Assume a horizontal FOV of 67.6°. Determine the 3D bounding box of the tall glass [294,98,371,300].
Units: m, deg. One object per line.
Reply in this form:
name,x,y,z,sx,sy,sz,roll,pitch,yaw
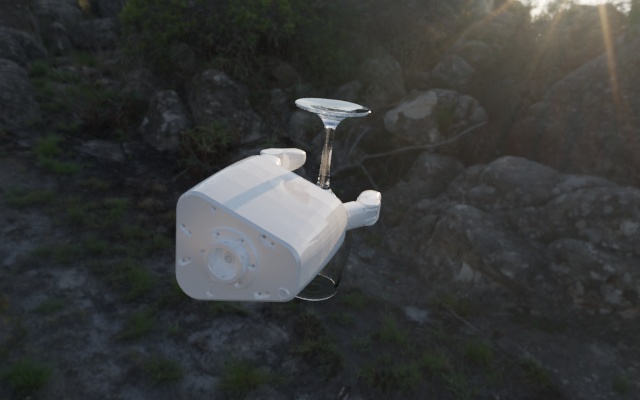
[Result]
tall glass,0.000,0.001,0.494,0.079,0.201,0.079,6,21,-2
